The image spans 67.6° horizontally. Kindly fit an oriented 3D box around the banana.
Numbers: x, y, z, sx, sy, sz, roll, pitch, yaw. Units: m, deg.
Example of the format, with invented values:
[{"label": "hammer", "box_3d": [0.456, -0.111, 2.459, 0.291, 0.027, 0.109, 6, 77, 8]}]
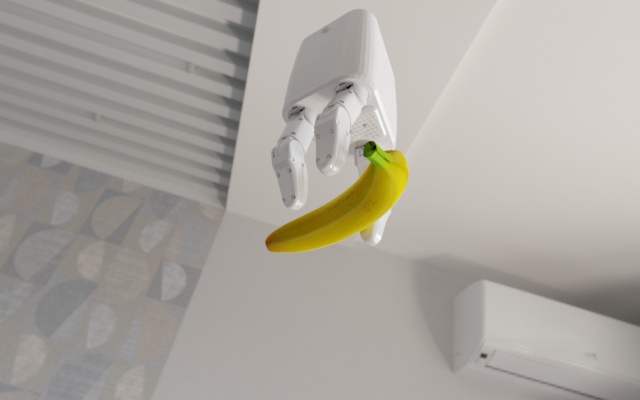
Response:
[{"label": "banana", "box_3d": [0.018, 0.005, 0.414, 0.069, 0.037, 0.198, 16, -34, -22]}]
